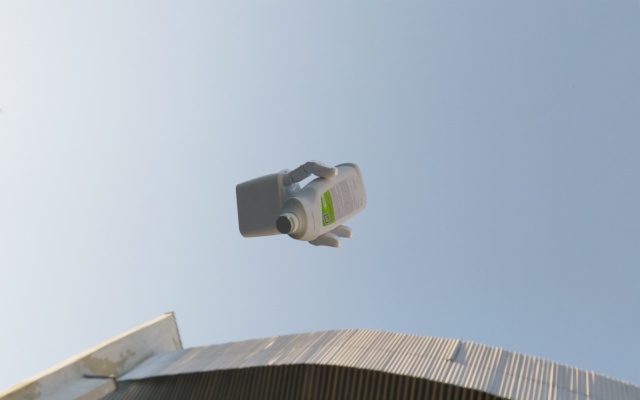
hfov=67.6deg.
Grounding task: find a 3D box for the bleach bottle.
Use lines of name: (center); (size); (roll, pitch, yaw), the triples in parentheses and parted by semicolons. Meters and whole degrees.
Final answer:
bleach bottle: (0.000, 0.003, 0.818); (0.068, 0.102, 0.251); (-12, 6, 29)
